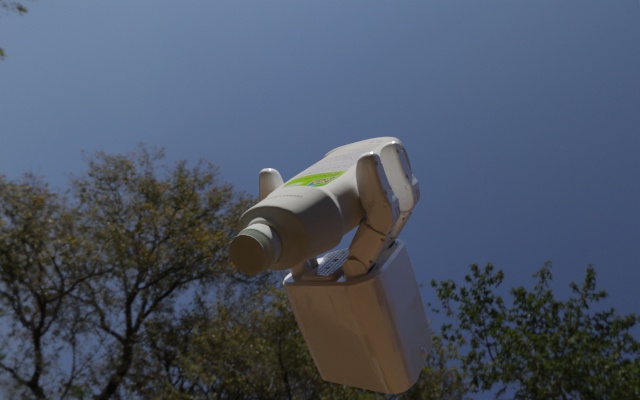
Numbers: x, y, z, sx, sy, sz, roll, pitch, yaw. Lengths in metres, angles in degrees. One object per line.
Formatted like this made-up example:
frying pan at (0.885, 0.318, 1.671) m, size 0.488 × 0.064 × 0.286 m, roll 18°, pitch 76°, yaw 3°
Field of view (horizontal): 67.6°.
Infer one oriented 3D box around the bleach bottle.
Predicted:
bleach bottle at (0.000, 0.001, 0.418) m, size 0.102 × 0.068 × 0.250 m, roll -13°, pitch 10°, yaw 30°
